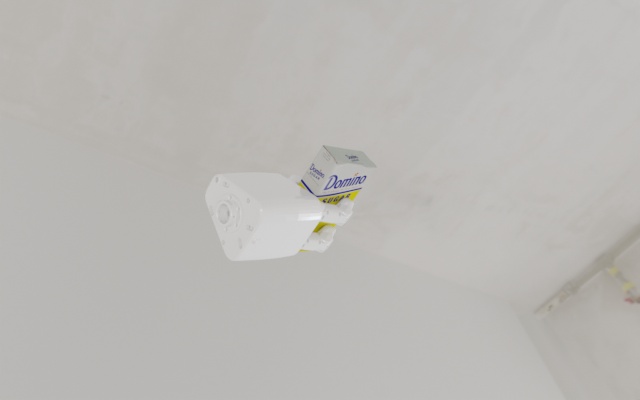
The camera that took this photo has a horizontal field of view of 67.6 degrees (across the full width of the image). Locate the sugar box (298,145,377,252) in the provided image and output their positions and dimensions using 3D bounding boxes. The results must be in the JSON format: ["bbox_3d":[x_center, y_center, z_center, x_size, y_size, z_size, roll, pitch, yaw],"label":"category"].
[{"bbox_3d":[0.000,0.003,0.716,0.093,0.176,0.048,1,43,-47],"label":"sugar box"}]
